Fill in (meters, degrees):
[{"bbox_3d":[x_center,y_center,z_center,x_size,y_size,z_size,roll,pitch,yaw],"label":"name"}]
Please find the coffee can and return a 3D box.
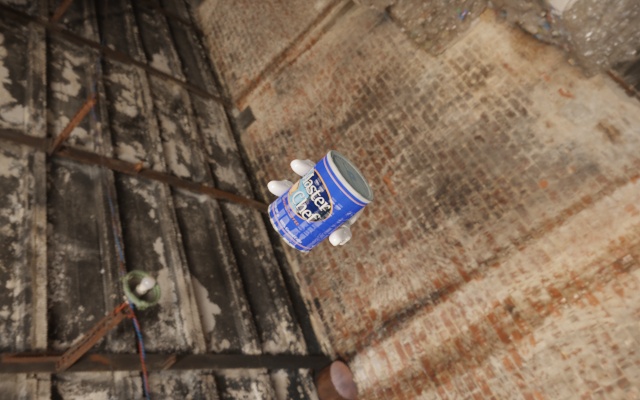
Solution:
[{"bbox_3d":[0.000,0.003,0.770,0.140,0.102,0.103,-40,-16,20],"label":"coffee can"}]
